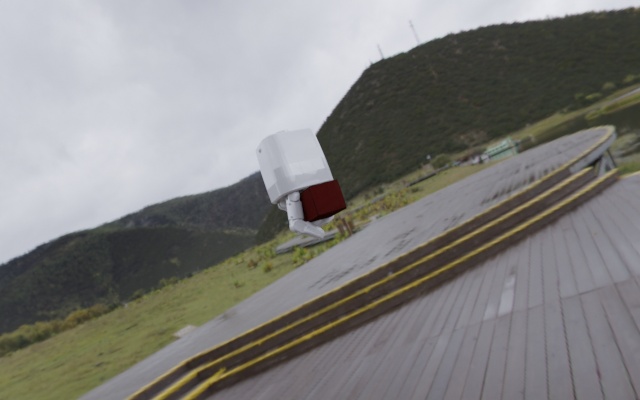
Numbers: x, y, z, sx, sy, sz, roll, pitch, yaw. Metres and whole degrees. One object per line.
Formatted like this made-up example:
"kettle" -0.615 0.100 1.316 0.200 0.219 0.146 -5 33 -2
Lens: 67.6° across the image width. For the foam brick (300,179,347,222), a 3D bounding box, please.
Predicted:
"foam brick" 0.000 0.003 0.797 0.053 0.051 0.078 -14 -7 -22
